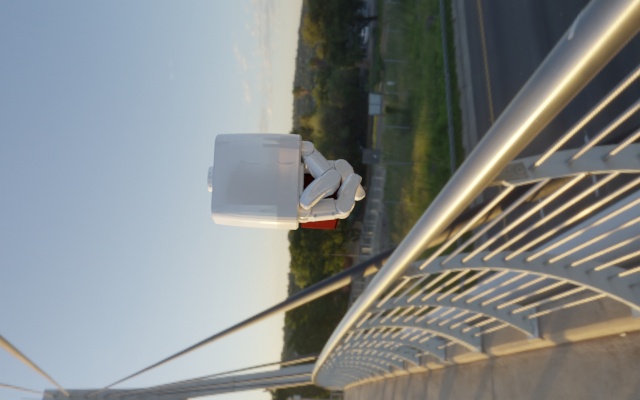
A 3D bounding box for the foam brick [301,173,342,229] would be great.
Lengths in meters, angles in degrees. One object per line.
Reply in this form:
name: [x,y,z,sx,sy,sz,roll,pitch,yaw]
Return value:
foam brick: [0.000,0.002,0.653,0.051,0.053,0.078,1,-22,-3]
